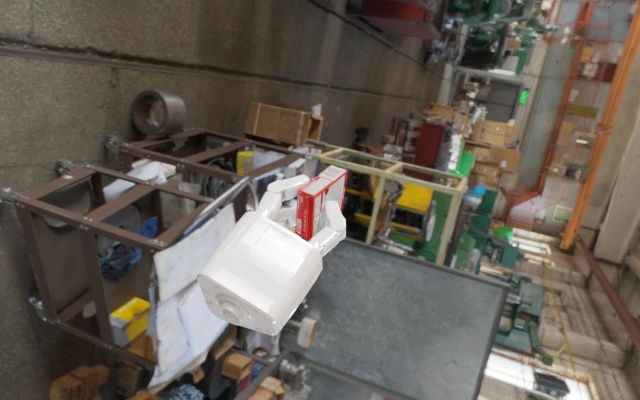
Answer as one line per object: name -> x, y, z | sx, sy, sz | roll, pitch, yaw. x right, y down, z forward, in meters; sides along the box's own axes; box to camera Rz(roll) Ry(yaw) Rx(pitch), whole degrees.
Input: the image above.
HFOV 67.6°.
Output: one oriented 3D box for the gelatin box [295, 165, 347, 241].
gelatin box -> 0.001, 0.002, 0.661 | 0.030, 0.073, 0.089 | 23, 38, 24
